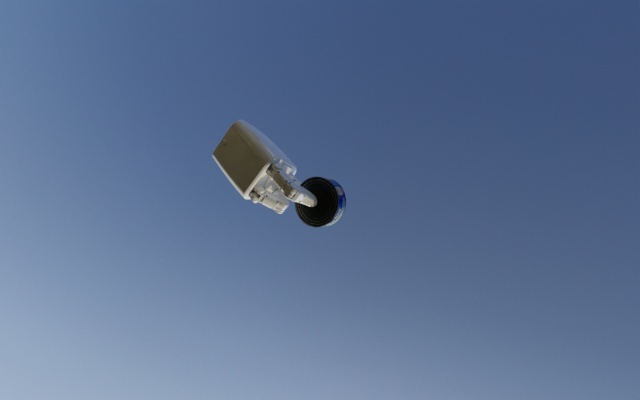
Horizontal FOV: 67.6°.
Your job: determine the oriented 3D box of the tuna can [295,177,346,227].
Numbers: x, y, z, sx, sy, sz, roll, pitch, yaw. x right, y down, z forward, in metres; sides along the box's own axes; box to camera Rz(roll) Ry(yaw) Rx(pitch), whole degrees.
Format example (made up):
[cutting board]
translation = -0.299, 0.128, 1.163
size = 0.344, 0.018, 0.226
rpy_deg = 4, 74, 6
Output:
[tuna can]
translation = 0.000, 0.003, 0.818
size = 0.086, 0.086, 0.034
rpy_deg = 0, 0, 30
